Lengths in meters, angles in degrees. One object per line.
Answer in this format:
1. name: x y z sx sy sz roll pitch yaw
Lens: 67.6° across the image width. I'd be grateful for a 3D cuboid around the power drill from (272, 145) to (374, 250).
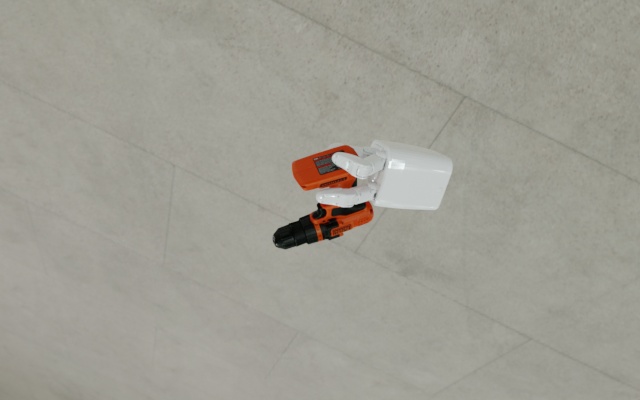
1. power drill: 0.000 0.002 0.782 0.184 0.057 0.188 -20 -33 -10
